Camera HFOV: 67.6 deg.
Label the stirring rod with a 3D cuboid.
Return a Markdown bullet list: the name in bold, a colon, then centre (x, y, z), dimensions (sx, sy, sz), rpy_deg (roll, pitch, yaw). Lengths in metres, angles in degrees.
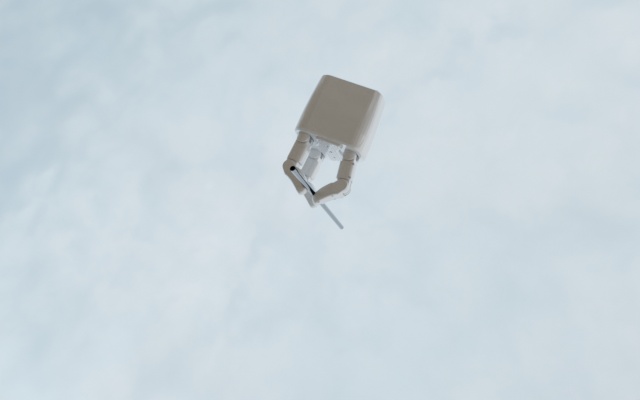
- **stirring rod**: centre (0.000, 0.002, 0.748), dimensions (0.011, 0.011, 0.240), rpy_deg (0, -22, 20)
